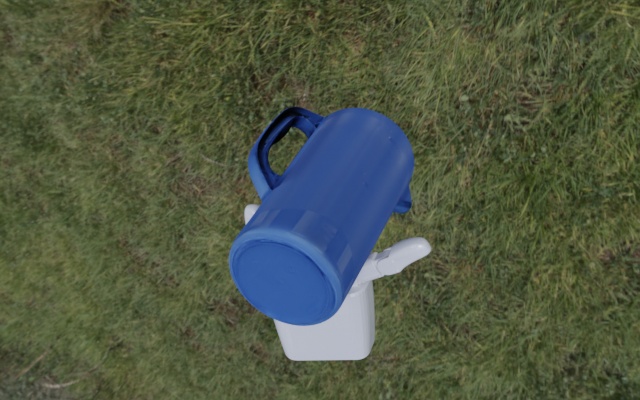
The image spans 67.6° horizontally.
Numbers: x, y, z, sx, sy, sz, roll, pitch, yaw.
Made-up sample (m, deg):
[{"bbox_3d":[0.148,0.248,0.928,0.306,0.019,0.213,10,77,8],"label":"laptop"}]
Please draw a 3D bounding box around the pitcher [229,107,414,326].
[{"bbox_3d":[0.000,0.002,0.495,0.149,0.145,0.242,5,33,21],"label":"pitcher"}]
